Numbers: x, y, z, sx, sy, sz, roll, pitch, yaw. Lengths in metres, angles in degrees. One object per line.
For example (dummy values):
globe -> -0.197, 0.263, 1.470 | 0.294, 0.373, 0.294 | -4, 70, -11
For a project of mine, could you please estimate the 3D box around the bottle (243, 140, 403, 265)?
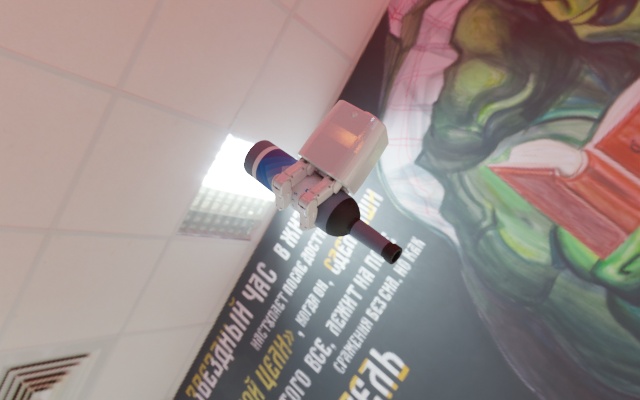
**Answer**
bottle -> 0.000, 0.002, 0.722 | 0.295, 0.069, 0.069 | 36, 20, 30
